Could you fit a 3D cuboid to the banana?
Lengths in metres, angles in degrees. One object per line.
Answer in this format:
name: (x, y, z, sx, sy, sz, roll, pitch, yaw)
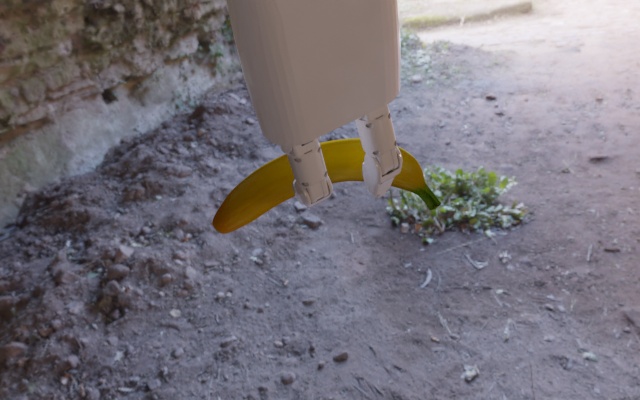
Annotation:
banana: (0.001, -0.017, 0.411, 0.198, 0.069, 0.037, -7, -16, 2)
